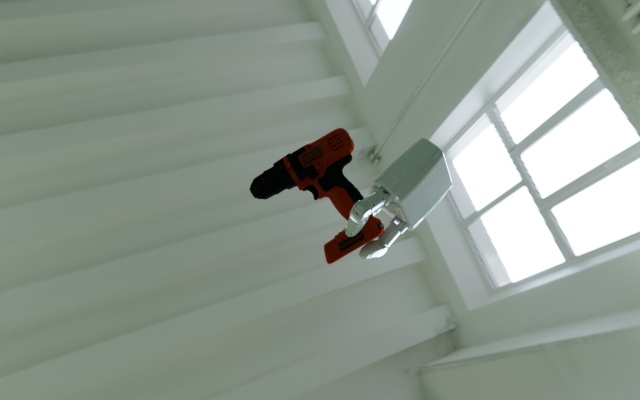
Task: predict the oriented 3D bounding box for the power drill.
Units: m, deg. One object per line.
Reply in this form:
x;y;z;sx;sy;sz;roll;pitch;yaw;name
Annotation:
0.001;0.003;0.758;0.184;0.187;0.057;-30;-5;9;power drill
